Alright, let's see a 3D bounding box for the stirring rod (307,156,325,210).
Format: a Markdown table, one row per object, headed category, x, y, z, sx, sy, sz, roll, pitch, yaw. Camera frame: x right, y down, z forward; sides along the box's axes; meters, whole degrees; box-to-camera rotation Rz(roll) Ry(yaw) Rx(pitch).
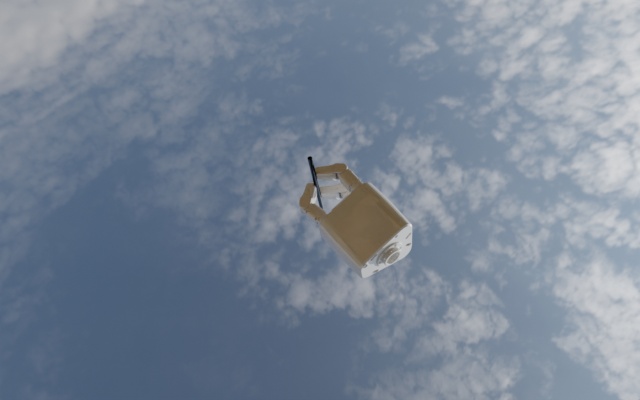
| category | x | y | z | sx | sy | sz | roll | pitch | yaw |
| --- | --- | --- | --- | --- | --- | --- | --- | --- | --- |
| stirring rod | 0.000 | 0.003 | 0.861 | 0.011 | 0.011 | 0.240 | 0 | -36 | 10 |
